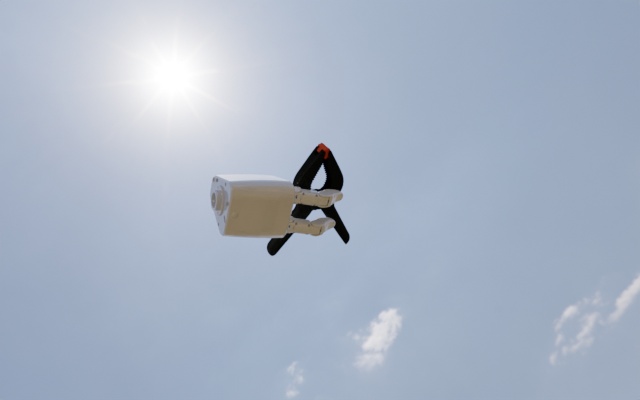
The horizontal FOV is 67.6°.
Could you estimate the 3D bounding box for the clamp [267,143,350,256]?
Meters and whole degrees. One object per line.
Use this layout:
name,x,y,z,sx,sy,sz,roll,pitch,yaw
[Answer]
clamp,0.000,0.002,0.839,0.164,0.210,0.036,0,27,-31
